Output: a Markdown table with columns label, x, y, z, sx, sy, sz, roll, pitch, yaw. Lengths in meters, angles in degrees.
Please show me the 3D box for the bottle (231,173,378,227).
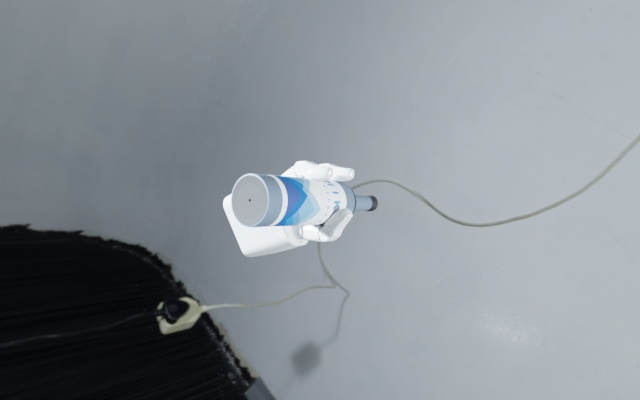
| label | x | y | z | sx | sy | sz | roll | pitch | yaw |
| --- | --- | --- | --- | --- | --- | --- | --- | --- | --- |
| bottle | 0.000 | 0.002 | 0.703 | 0.069 | 0.069 | 0.296 | 0 | -1 | 36 |
